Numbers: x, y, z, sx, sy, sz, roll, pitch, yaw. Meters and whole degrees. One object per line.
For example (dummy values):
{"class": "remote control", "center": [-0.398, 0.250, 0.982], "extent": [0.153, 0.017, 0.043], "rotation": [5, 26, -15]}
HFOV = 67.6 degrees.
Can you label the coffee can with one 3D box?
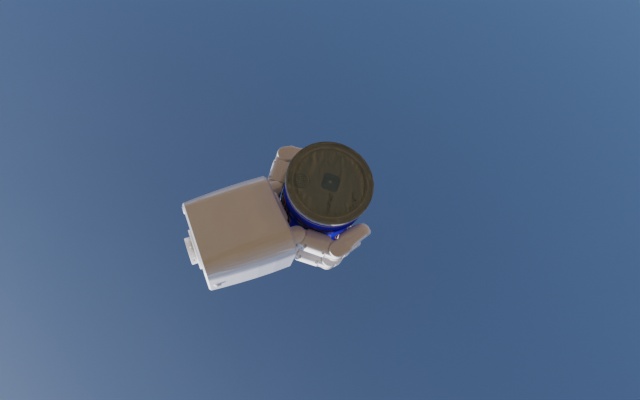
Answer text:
{"class": "coffee can", "center": [0.000, 0.002, 0.606], "extent": [0.103, 0.102, 0.140], "rotation": [0, -20, -10]}
